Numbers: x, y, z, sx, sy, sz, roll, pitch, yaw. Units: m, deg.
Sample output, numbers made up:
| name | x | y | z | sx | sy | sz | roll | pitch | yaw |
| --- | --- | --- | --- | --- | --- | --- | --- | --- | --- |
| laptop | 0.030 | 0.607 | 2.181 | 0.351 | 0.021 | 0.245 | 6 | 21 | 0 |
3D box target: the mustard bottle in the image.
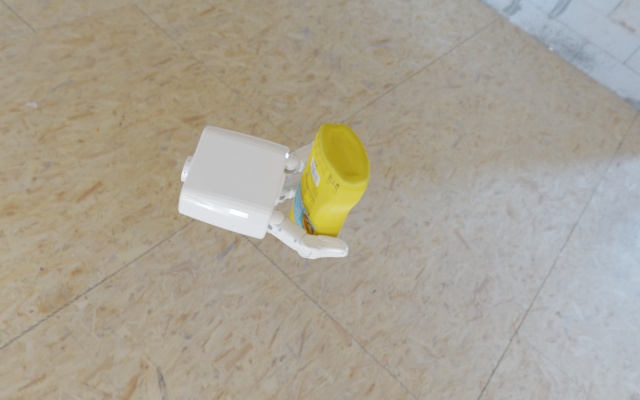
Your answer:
| name | x | y | z | sx | sy | sz | roll | pitch | yaw |
| --- | --- | --- | --- | --- | --- | --- | --- | --- | --- |
| mustard bottle | 0.000 | 0.002 | 0.595 | 0.058 | 0.096 | 0.192 | -3 | -35 | -22 |
